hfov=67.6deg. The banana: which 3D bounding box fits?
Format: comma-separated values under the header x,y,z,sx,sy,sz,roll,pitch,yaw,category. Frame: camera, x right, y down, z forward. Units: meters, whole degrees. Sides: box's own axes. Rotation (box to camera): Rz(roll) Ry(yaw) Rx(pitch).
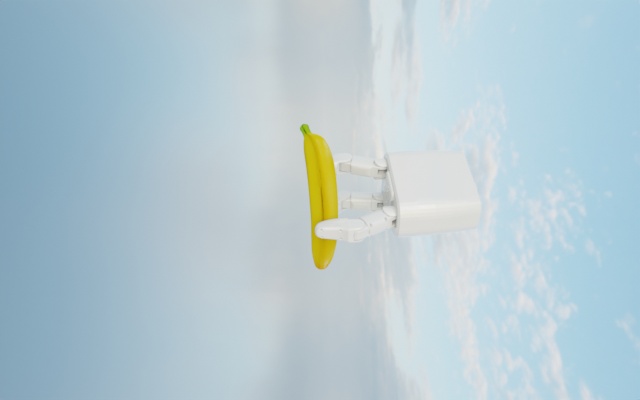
x,y,z,sx,sy,sz,roll,pitch,yaw,category
0.002,0.002,0.609,0.037,0.198,0.069,-6,11,-6,banana
